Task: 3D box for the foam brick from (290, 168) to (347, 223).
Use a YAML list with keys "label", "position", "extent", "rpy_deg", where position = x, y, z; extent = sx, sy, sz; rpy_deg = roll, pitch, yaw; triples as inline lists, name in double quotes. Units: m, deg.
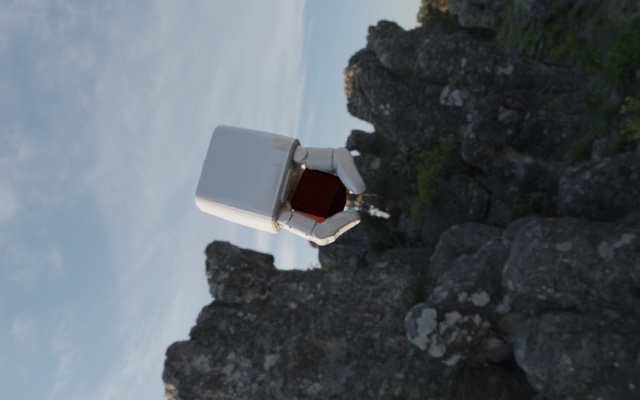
- label: "foam brick"
  position: [0.000, 0.002, 0.601]
  extent: [0.051, 0.053, 0.078]
  rpy_deg: [17, -21, 12]
